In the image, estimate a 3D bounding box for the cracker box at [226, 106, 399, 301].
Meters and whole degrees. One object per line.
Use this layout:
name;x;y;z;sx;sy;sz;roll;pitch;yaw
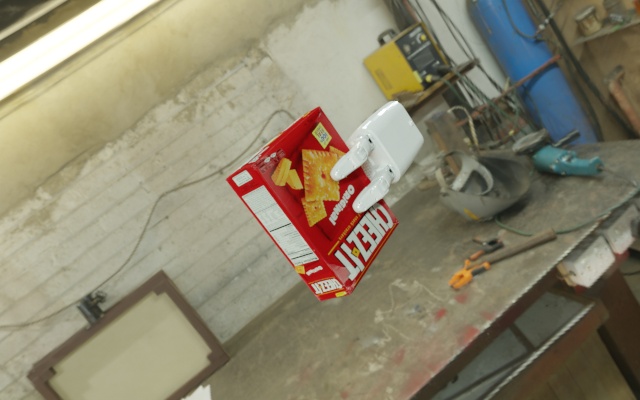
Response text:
cracker box;0.000;0.002;0.659;0.072;0.214;0.164;-23;19;46
